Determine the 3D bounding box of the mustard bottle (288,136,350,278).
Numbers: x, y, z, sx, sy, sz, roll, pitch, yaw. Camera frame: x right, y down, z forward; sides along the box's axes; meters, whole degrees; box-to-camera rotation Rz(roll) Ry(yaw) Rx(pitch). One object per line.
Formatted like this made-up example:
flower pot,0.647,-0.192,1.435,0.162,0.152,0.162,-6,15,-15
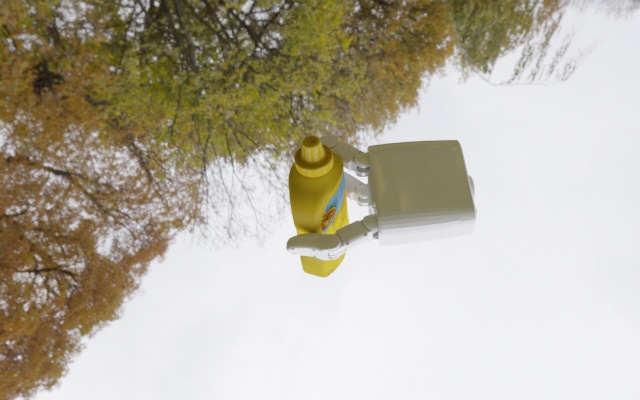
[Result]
mustard bottle,0.000,0.002,0.554,0.058,0.096,0.192,14,-37,17
